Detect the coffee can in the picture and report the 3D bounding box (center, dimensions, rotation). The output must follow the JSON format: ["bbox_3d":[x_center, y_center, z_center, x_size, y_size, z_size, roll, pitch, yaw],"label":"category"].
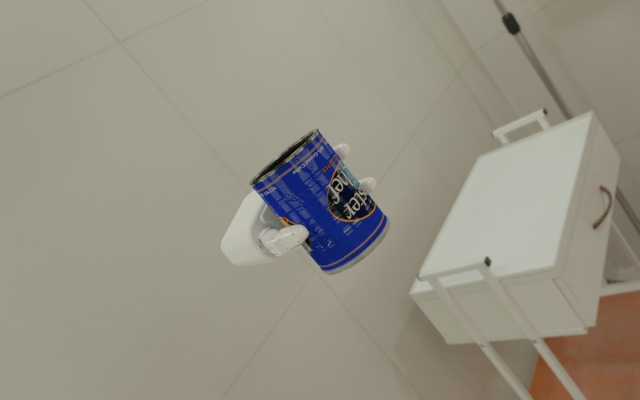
[{"bbox_3d":[0.000,0.002,0.562,0.103,0.140,0.102,-37,12,9],"label":"coffee can"}]
